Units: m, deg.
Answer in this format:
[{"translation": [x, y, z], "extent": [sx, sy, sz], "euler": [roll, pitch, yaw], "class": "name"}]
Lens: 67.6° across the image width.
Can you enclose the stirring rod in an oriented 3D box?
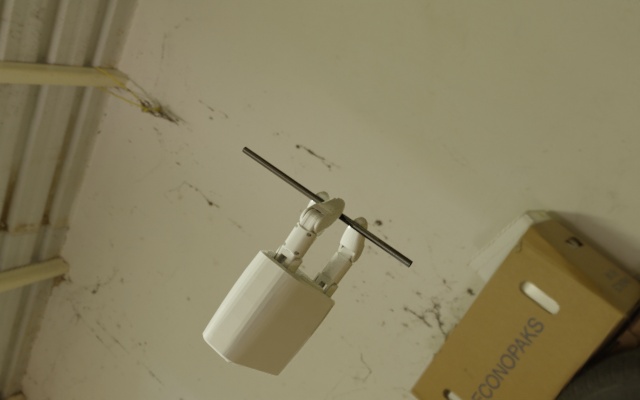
[{"translation": [0.000, 0.002, 0.530], "extent": [0.239, 0.011, 0.011], "euler": [35, 15, 22], "class": "stirring rod"}]
